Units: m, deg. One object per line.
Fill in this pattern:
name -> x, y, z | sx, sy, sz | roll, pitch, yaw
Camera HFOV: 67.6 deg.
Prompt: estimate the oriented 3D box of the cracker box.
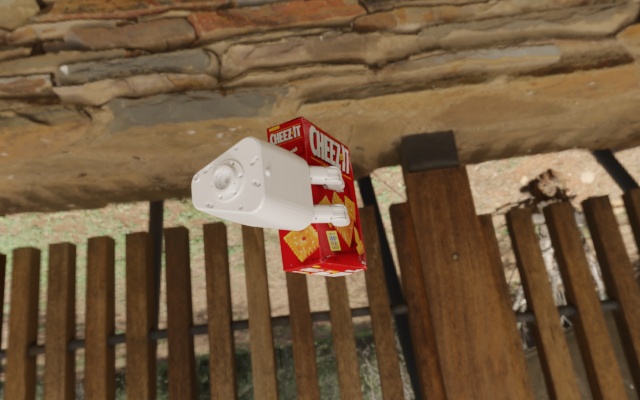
cracker box -> 0.000, 0.003, 0.725 | 0.072, 0.213, 0.164 | -15, -17, 25
